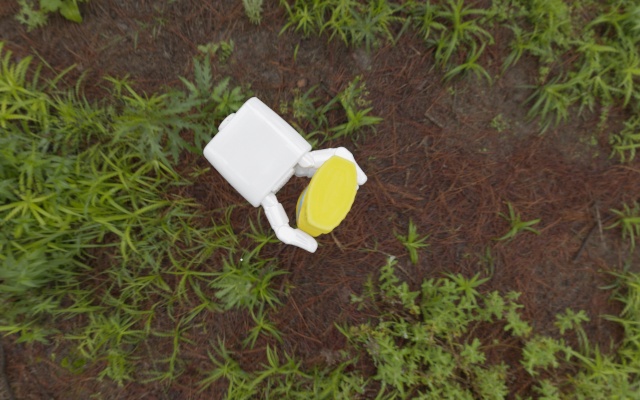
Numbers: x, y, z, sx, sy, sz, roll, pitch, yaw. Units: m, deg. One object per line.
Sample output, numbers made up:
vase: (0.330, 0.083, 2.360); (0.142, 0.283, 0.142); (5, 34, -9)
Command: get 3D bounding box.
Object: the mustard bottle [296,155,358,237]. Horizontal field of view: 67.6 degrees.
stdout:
mustard bottle: (0.000, 0.002, 0.670); (0.058, 0.096, 0.191); (20, -10, -6)
